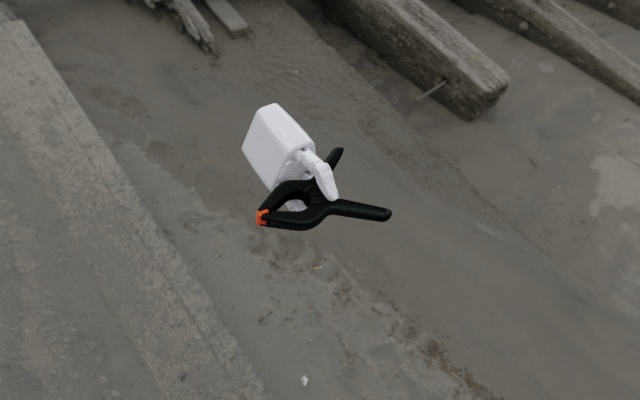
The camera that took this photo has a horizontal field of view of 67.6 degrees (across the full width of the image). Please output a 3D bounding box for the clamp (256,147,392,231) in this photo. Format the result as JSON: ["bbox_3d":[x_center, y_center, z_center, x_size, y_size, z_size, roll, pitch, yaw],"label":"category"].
[{"bbox_3d":[0.000,0.002,0.761,0.210,0.164,0.036,-26,-30,-28],"label":"clamp"}]
